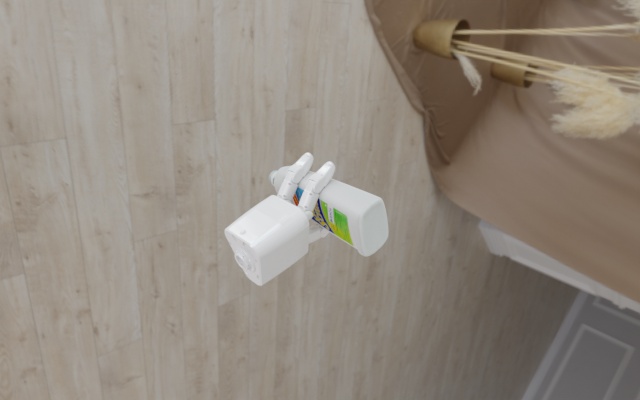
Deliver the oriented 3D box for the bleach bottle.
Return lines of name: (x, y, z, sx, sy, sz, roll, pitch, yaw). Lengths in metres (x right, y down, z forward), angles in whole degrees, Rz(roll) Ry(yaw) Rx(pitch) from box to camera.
bleach bottle: (0.000, 0.003, 0.837, 0.068, 0.103, 0.250, -36, 42, -29)
